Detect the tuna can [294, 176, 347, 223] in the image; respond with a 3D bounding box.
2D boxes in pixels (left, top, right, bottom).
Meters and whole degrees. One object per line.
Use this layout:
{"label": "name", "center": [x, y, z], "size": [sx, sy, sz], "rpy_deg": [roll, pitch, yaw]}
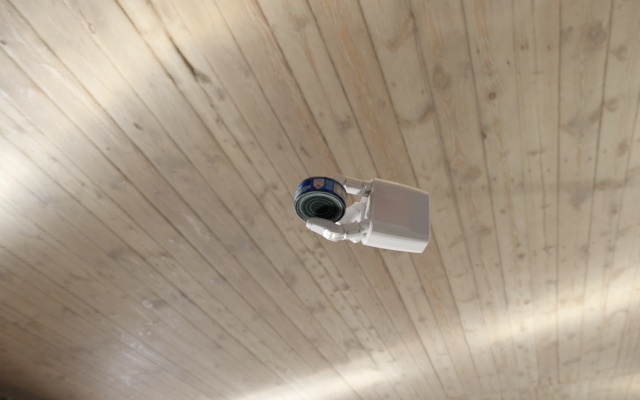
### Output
{"label": "tuna can", "center": [0.000, 0.003, 0.775], "size": [0.086, 0.033, 0.086], "rpy_deg": [4, -43, 3]}
